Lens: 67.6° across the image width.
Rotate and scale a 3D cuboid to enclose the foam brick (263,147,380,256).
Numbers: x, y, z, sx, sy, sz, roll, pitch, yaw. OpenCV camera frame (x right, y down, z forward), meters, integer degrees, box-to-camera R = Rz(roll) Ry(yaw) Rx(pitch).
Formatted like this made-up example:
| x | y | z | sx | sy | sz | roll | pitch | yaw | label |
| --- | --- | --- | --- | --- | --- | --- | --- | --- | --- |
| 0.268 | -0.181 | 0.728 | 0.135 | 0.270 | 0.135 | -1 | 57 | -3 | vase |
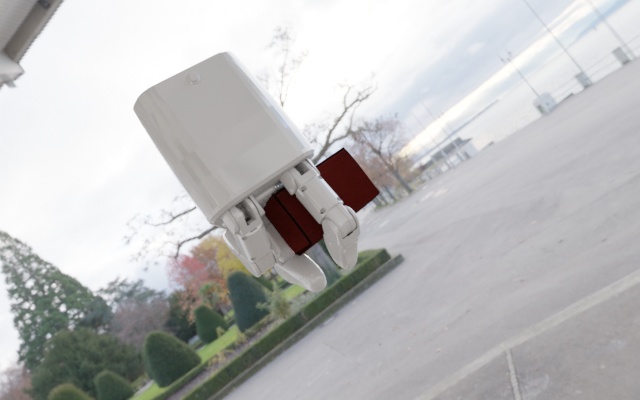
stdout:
| x | y | z | sx | sy | sz | roll | pitch | yaw | label |
| --- | --- | --- | --- | --- | --- | --- | --- | --- | --- |
| 0.000 | 0.001 | 0.404 | 0.078 | 0.051 | 0.053 | -36 | -5 | -23 | foam brick |
